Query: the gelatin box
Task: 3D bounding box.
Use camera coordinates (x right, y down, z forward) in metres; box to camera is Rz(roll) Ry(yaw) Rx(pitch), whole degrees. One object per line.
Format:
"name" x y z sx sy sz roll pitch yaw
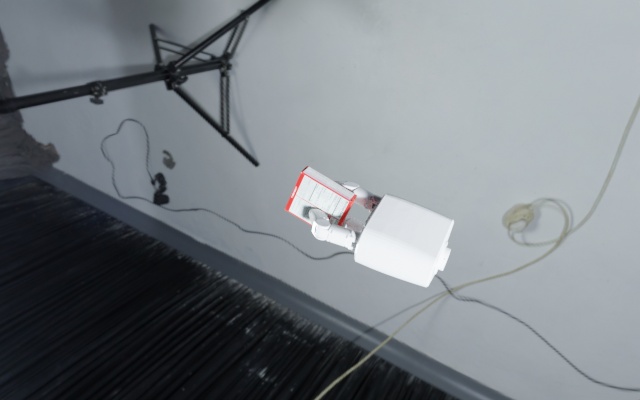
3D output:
"gelatin box" 0.000 0.002 0.714 0.089 0.073 0.030 30 32 7
